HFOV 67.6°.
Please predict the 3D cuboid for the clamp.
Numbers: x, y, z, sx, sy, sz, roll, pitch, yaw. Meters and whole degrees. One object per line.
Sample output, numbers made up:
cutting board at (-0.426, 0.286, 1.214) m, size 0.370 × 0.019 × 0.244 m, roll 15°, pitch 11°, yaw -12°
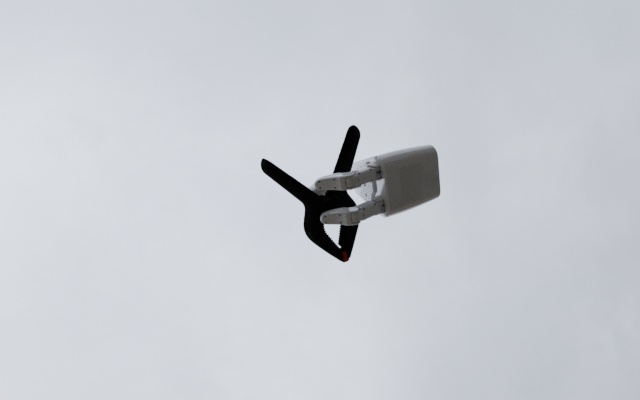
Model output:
clamp at (0.000, 0.003, 0.735) m, size 0.164 × 0.210 × 0.036 m, roll -16°, pitch 18°, yaw -21°
